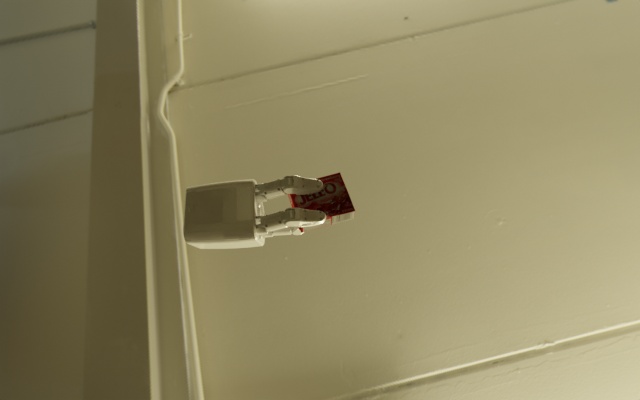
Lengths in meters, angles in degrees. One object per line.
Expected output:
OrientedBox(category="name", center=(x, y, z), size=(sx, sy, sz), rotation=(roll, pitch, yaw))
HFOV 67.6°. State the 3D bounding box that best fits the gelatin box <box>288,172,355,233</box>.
OrientedBox(category="gelatin box", center=(0.000, 0.003, 0.735), size=(0.089, 0.073, 0.030), rotation=(-14, -29, -10))
